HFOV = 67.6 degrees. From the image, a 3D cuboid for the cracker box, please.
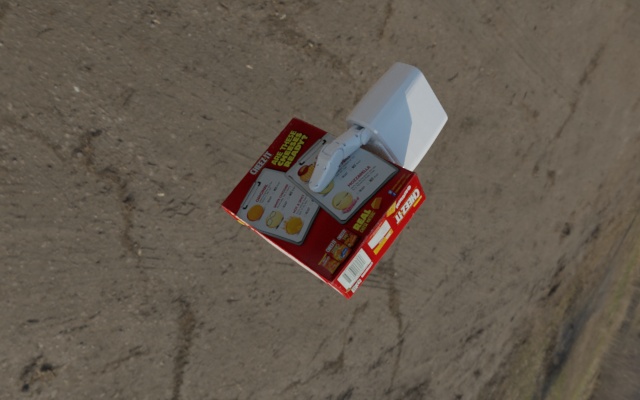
[{"bbox_3d":[0.000,0.002,0.621,0.213,0.164,0.072,30,-14,36],"label":"cracker box"}]
